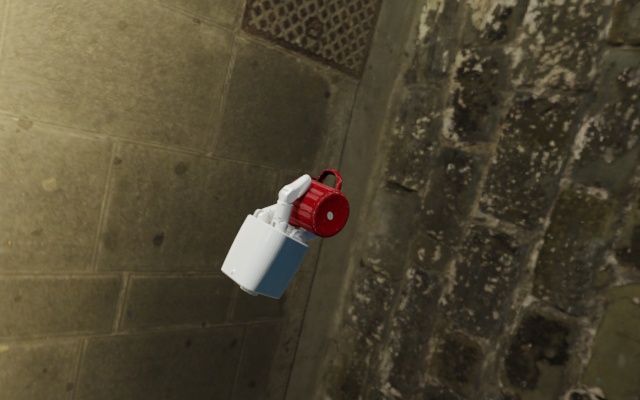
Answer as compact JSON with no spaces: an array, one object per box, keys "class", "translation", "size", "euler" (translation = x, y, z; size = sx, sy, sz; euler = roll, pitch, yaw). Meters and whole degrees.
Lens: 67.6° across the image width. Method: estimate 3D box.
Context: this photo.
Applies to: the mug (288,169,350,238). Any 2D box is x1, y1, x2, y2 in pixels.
[{"class":"mug","translation":[0.001,0.001,0.803],"size":[0.093,0.117,0.081],"euler":[32,-5,-42]}]
